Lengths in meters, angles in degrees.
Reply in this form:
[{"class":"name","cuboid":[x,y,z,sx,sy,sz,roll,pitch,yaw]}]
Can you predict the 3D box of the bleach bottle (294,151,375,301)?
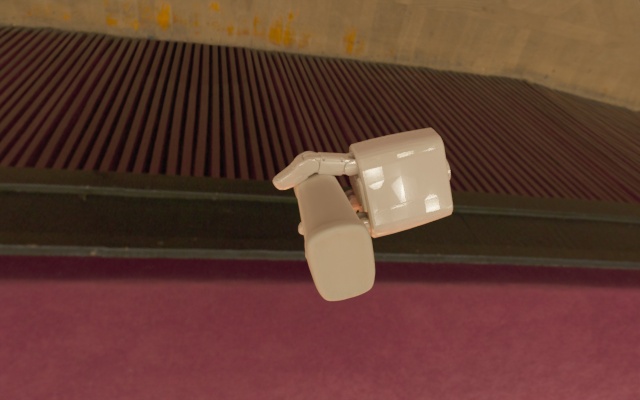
[{"class":"bleach bottle","cuboid":[0.000,0.002,0.587,0.068,0.103,0.250,-14,34,-3]}]
